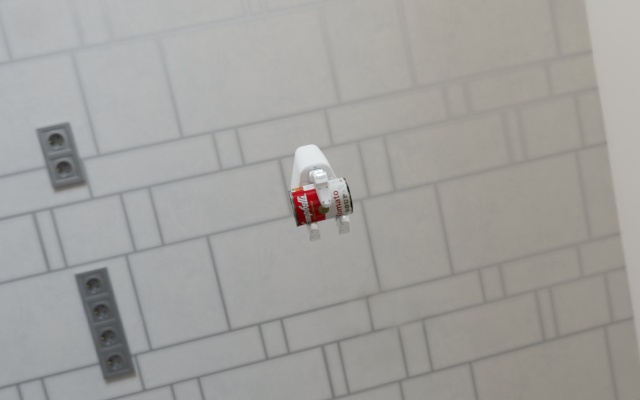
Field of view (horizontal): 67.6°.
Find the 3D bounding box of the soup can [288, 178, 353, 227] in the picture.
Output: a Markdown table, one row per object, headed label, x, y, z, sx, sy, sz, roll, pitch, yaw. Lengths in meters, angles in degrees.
| label | x | y | z | sx | sy | sz | roll | pitch | yaw |
| --- | --- | --- | --- | --- | --- | --- | --- | --- | --- |
| soup can | 0.000 | 0.003 | 0.841 | 0.102 | 0.068 | 0.068 | -13 | 1 | -5 |
